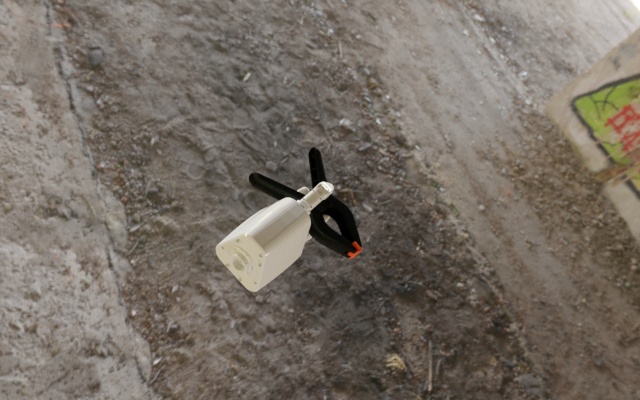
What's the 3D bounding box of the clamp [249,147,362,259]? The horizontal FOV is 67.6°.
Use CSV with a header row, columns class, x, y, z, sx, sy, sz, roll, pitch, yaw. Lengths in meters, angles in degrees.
class,x,y,z,sx,sy,sz,roll,pitch,yaw
clamp,0.001,0.003,0.803,0.164,0.210,0.036,-39,-6,-44
